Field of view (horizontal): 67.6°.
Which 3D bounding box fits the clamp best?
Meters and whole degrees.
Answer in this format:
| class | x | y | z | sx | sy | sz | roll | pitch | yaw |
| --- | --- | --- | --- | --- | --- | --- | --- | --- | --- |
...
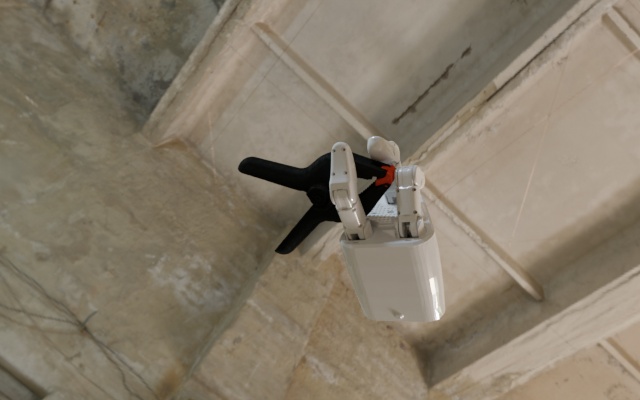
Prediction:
| class | x | y | z | sx | sy | sz | roll | pitch | yaw |
| --- | --- | --- | --- | --- | --- | --- | --- | --- | --- |
| clamp | 0.000 | 0.001 | 0.518 | 0.171 | 0.120 | 0.039 | -4 | 28 | 24 |
